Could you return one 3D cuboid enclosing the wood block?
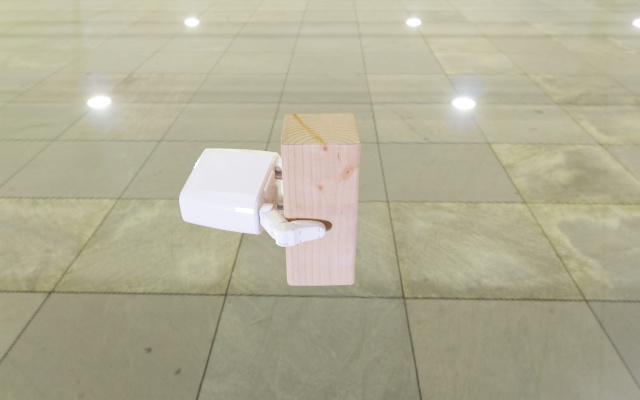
[{"bbox_3d":[0.000,0.002,0.614,0.090,0.206,0.090,-1,32,0],"label":"wood block"}]
